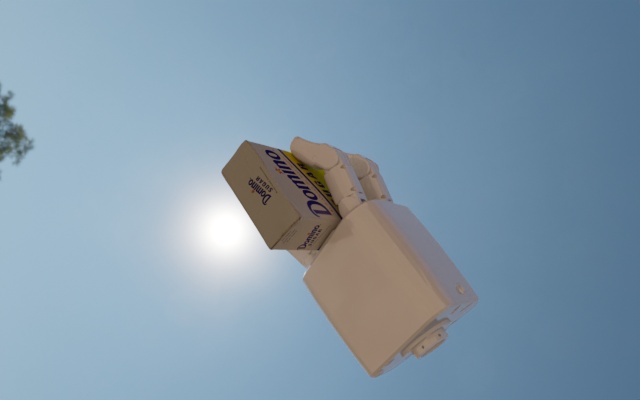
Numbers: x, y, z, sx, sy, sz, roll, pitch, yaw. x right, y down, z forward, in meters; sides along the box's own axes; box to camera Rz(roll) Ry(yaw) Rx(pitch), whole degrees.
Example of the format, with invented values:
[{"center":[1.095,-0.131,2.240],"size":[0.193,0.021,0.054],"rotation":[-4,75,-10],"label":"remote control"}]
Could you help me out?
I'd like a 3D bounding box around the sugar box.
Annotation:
[{"center":[0.001,0.001,0.453],"size":[0.048,0.093,0.176],"rotation":[-47,-29,20],"label":"sugar box"}]
